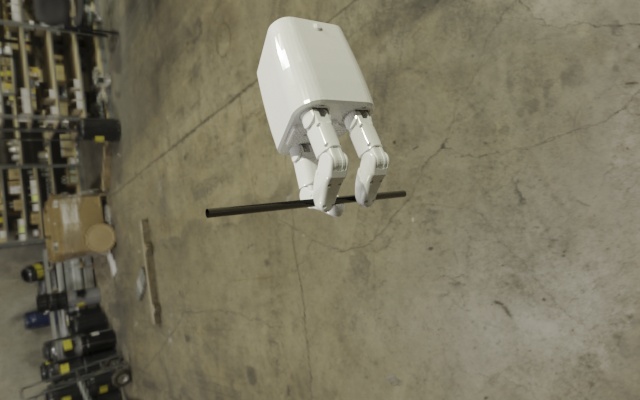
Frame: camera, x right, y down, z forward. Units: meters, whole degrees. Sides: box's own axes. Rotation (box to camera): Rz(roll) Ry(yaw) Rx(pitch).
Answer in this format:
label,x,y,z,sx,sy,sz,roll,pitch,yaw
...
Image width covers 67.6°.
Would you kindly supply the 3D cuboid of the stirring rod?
label,x,y,z,sx,sy,sz,roll,pitch,yaw
stirring rod,0.000,0.001,0.475,0.239,0.011,0.011,-6,3,-37
